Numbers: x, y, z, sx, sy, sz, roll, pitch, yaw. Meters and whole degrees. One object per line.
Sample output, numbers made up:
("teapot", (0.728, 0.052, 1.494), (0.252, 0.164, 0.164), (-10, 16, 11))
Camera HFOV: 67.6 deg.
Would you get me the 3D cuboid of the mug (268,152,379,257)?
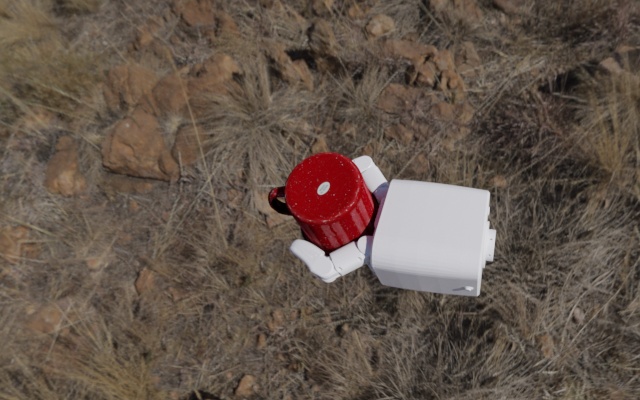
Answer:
("mug", (-0.001, 0.001, 0.506), (0.117, 0.093, 0.081), (5, -24, 19))
